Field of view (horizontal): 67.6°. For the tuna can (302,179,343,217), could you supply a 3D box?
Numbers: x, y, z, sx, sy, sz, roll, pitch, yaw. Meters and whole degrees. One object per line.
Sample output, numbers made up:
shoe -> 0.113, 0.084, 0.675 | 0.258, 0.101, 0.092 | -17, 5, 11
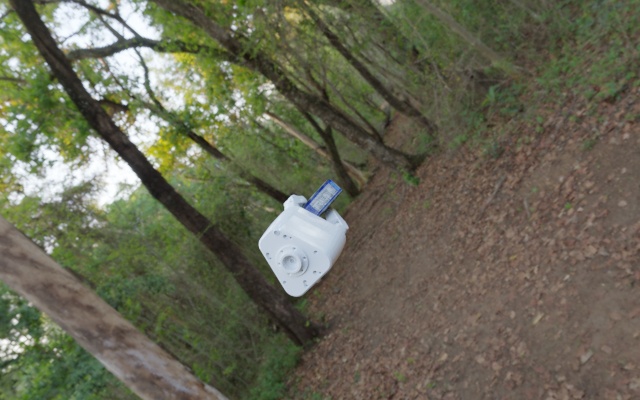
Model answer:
tuna can -> 0.000, 0.002, 0.860 | 0.034, 0.086, 0.086 | 42, 2, 2
